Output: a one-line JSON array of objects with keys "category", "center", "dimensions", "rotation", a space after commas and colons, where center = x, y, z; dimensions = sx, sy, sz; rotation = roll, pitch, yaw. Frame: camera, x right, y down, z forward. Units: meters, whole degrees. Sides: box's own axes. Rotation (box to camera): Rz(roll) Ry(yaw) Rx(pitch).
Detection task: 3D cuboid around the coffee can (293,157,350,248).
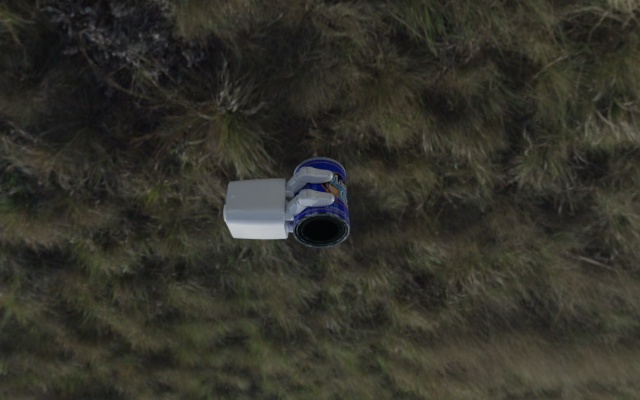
[{"category": "coffee can", "center": [0.000, 0.003, 0.899], "dimensions": [0.103, 0.140, 0.103], "rotation": [-1, -41, -1]}]
